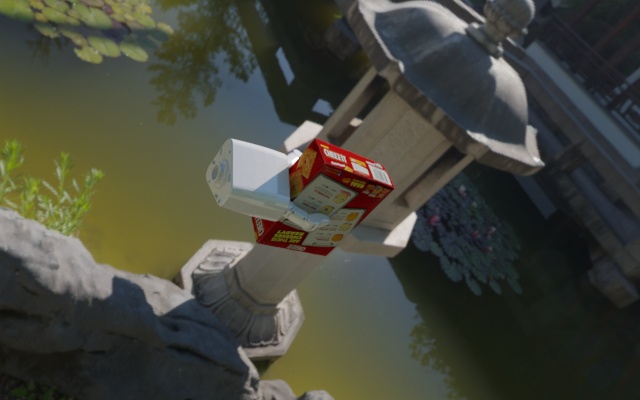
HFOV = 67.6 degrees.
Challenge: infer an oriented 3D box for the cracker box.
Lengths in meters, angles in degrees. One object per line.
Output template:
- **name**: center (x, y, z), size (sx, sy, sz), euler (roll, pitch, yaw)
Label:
- **cracker box**: center (0.000, 0.003, 0.861), size (0.164, 0.072, 0.214), euler (16, -49, -36)
